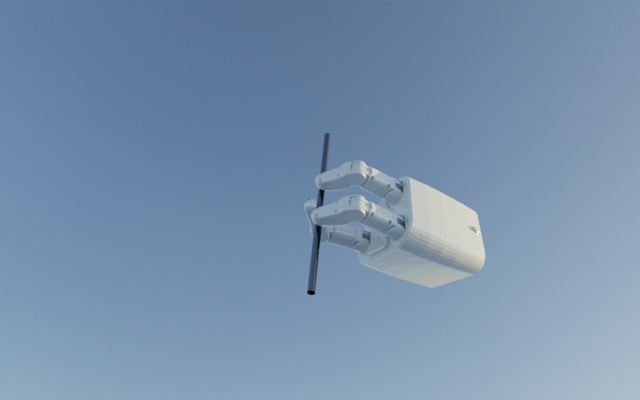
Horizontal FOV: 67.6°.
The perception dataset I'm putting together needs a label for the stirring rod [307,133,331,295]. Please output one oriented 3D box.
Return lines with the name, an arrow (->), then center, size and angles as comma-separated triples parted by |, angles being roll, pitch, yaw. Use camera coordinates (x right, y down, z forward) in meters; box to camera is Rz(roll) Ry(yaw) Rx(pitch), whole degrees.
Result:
stirring rod -> 0.000, 0.002, 0.539 | 0.011, 0.239, 0.011 | 3, -44, 3
